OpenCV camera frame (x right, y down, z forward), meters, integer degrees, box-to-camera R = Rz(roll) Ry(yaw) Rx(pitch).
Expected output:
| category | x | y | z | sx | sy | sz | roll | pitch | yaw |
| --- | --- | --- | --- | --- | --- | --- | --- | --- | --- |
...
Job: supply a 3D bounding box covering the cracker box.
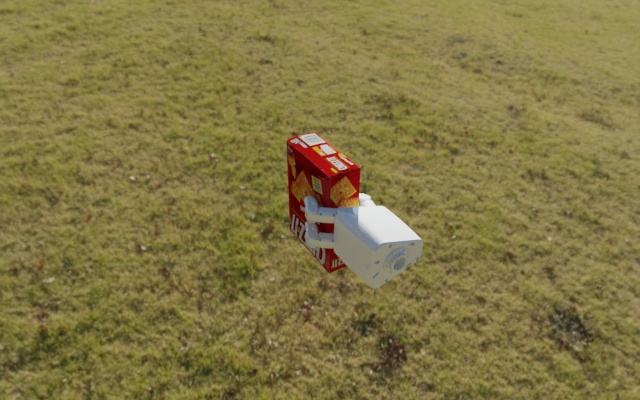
| category | x | y | z | sx | sy | sz | roll | pitch | yaw |
| --- | --- | --- | --- | --- | --- | --- | --- | --- | --- |
| cracker box | 0.000 | 0.003 | 0.897 | 0.072 | 0.214 | 0.164 | -17 | 38 | -25 |
